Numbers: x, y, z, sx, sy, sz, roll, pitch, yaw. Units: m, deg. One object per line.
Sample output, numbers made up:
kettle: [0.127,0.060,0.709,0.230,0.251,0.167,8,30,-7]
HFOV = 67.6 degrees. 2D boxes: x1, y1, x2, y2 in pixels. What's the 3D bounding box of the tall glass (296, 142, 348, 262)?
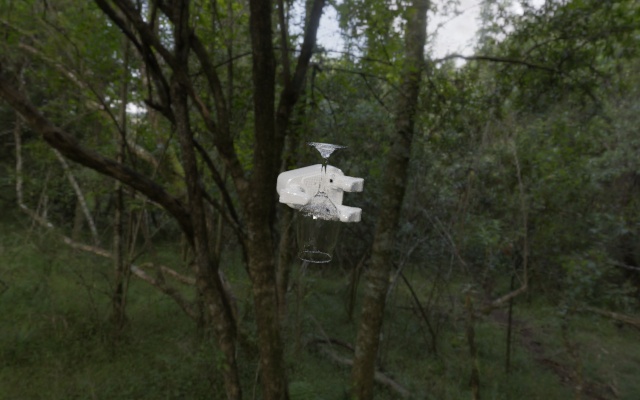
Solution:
tall glass: [0.000,0.002,0.830,0.079,0.201,0.079,6,9,-1]
